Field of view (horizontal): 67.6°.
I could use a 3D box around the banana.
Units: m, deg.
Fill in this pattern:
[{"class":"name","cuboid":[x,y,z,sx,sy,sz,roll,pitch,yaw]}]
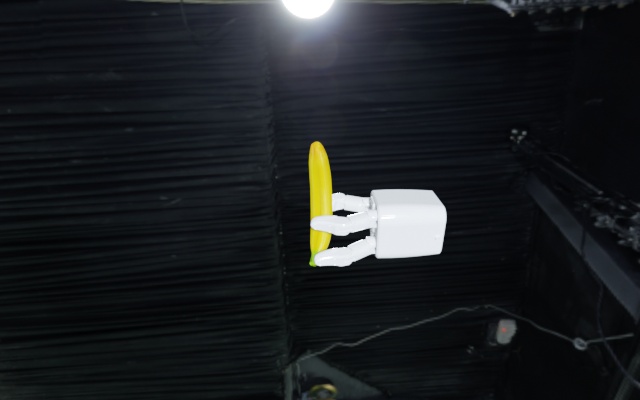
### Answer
[{"class":"banana","cuboid":[0.001,0.002,0.772,0.037,0.198,0.069,0,11,2]}]
